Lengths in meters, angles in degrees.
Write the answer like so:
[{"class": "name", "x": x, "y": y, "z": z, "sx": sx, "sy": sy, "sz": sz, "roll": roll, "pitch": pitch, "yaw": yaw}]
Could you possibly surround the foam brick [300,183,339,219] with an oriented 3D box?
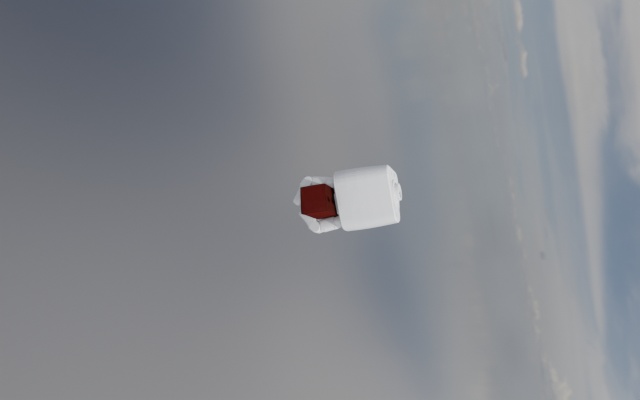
[{"class": "foam brick", "x": 0.000, "y": 0.003, "z": 0.899, "sx": 0.051, "sy": 0.053, "sz": 0.078, "roll": -8, "pitch": -12, "yaw": 20}]
